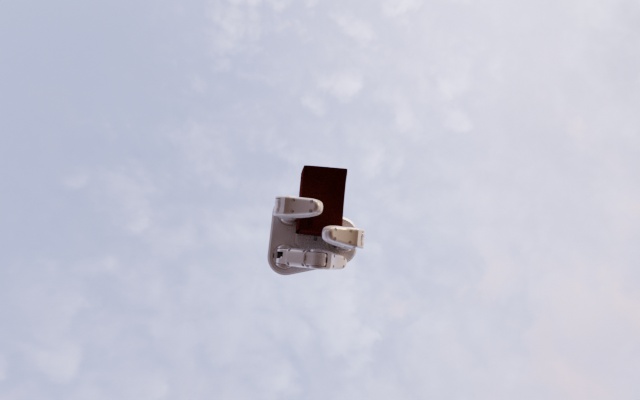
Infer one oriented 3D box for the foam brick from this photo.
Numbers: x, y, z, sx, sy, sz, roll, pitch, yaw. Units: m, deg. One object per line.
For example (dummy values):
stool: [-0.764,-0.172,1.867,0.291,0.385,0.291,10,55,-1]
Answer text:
foam brick: [0.000,0.002,0.568,0.053,0.078,0.051,7,-8,-5]
